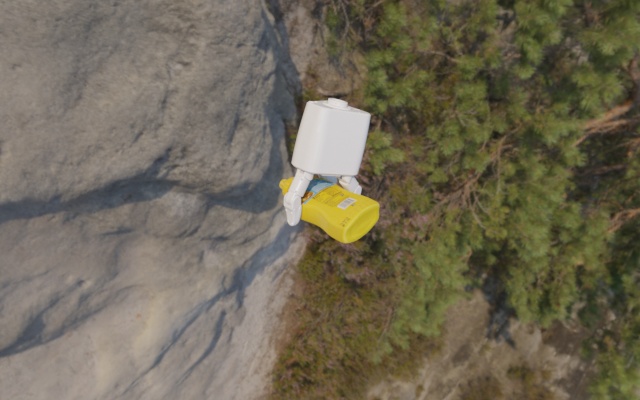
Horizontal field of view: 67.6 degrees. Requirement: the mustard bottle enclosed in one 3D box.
[{"bbox_3d":[0.000,0.003,0.827,0.191,0.058,0.096,27,46,35],"label":"mustard bottle"}]
